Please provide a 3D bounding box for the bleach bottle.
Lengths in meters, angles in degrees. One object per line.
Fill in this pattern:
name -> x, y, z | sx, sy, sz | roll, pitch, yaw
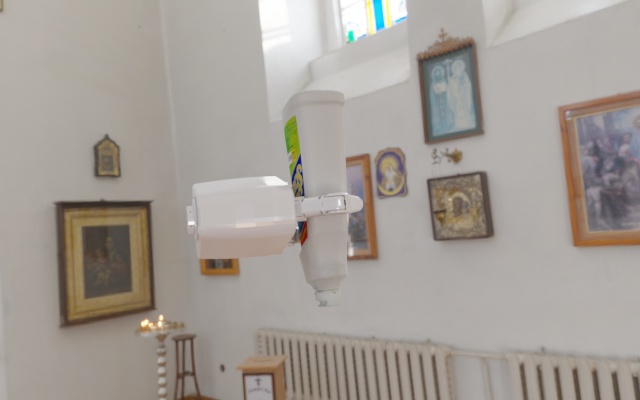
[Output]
bleach bottle -> 0.000, 0.002, 0.582 | 0.068, 0.251, 0.102 | -4, -6, -17
